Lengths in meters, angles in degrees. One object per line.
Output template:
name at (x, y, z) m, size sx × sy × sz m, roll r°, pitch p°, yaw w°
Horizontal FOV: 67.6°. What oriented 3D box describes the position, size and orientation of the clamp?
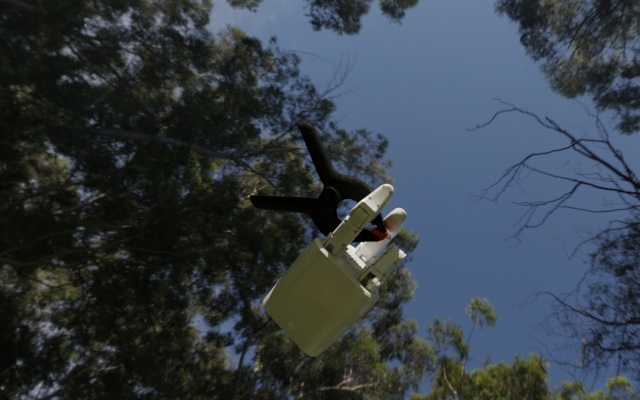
clamp at (0.000, 0.002, 0.572) m, size 0.171 × 0.120 × 0.039 m, roll 44°, pitch 13°, yaw 12°
